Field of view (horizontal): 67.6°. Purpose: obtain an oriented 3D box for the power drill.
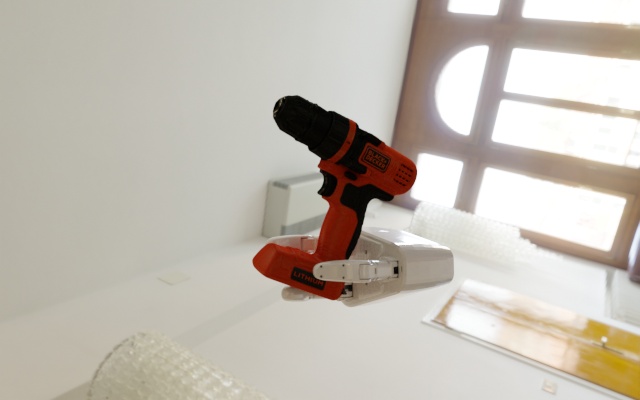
[{"bbox_3d":[0.000,0.002,0.516,0.184,0.187,0.057,26,2,-25],"label":"power drill"}]
